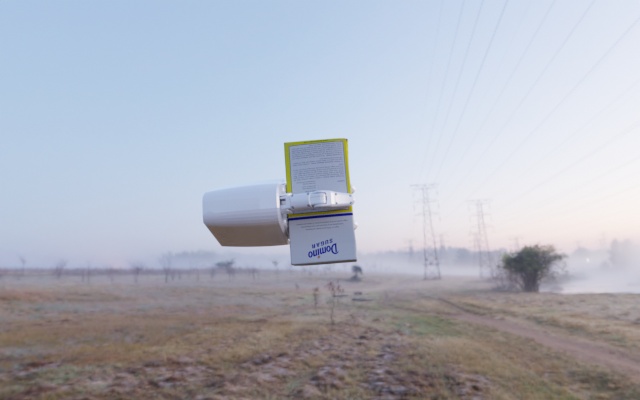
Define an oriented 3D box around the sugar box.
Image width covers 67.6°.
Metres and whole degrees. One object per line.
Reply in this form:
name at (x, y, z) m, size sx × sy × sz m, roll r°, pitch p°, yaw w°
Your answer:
sugar box at (0.000, 0.002, 0.680) m, size 0.093 × 0.176 × 0.048 m, roll -4°, pitch -10°, yaw 4°
